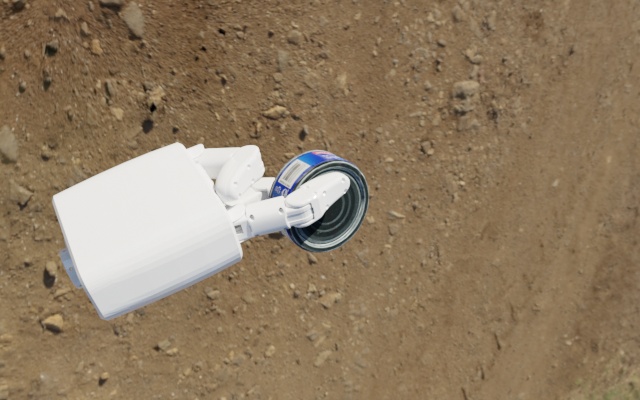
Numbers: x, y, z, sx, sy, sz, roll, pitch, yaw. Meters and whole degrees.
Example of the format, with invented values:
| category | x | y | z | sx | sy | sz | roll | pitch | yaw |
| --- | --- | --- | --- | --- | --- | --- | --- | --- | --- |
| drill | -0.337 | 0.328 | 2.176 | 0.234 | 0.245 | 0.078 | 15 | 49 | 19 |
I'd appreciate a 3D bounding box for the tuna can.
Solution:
| category | x | y | z | sx | sy | sz | roll | pitch | yaw |
| --- | --- | --- | --- | --- | --- | --- | --- | --- | --- |
| tuna can | 0.000 | 0.002 | 0.416 | 0.086 | 0.086 | 0.033 | 0 | 19 | -34 |
